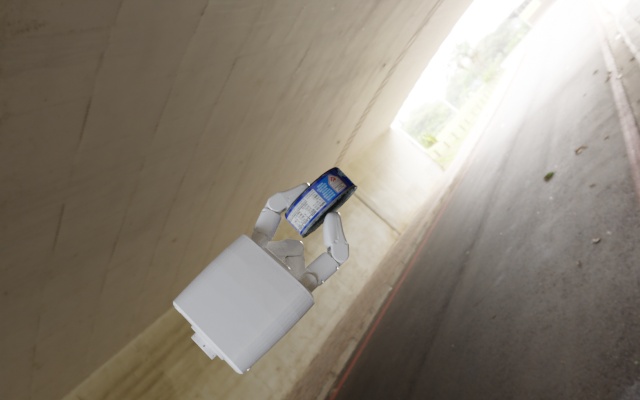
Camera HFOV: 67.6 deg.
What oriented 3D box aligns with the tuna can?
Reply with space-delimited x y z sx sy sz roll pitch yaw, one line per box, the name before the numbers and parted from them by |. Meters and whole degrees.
tuna can | 0.000 0.001 0.546 0.086 0.034 0.086 -42 -8 -7
